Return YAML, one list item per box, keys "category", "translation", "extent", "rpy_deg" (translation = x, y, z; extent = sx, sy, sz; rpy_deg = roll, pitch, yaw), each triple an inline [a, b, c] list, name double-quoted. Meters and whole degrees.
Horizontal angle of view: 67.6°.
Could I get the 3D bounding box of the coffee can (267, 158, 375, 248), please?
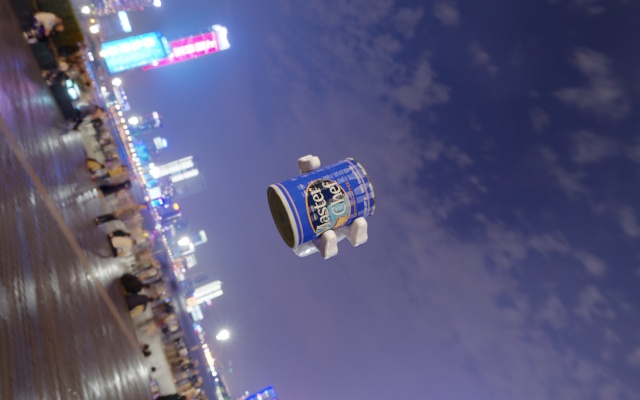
- category: "coffee can"
  translation: [0.000, 0.002, 0.753]
  extent: [0.140, 0.103, 0.103]
  rpy_deg: [-21, 7, -18]
